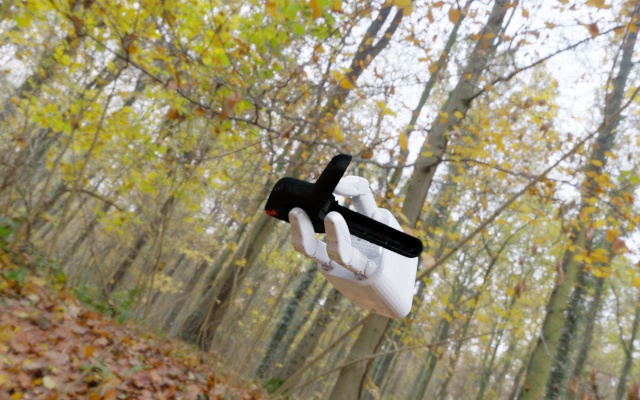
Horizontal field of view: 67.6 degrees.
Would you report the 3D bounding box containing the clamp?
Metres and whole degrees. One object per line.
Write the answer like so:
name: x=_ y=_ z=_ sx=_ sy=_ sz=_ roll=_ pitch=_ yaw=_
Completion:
clamp: x=0.000 y=0.001 z=0.558 sx=0.210 sy=0.036 sz=0.165 roll=8 pitch=-33 yaw=41
